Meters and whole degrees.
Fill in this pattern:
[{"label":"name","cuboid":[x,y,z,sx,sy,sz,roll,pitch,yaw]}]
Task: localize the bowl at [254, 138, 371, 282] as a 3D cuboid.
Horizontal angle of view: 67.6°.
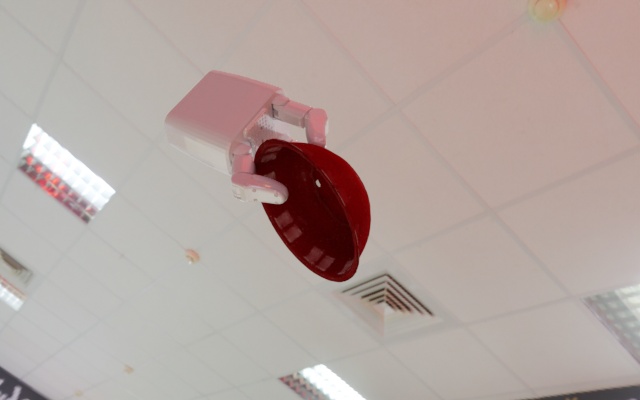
[{"label":"bowl","cuboid":[0.001,0.002,0.492,0.055,0.162,0.162,-31,16,-29]}]
